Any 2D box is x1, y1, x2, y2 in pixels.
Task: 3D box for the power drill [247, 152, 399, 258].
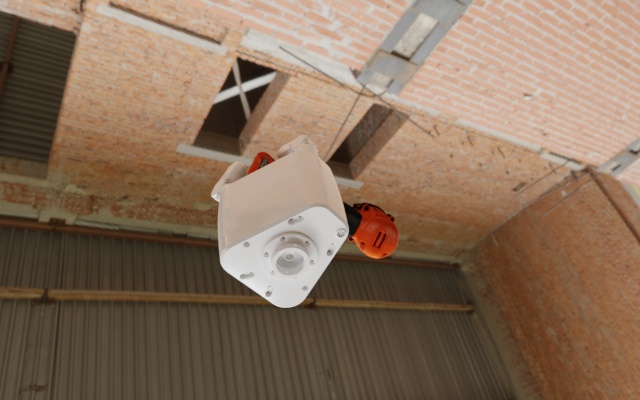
[{"bbox_3d":[0.000,0.002,0.590,0.187,0.057,0.184,24,4,-5],"label":"power drill"}]
